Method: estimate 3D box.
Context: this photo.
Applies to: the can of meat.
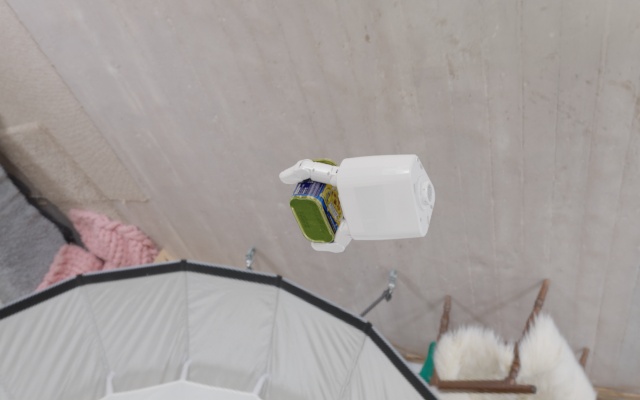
[{"bbox_3d":[0.000,0.003,0.723,0.057,0.102,0.084,0,44,26],"label":"can of meat"}]
